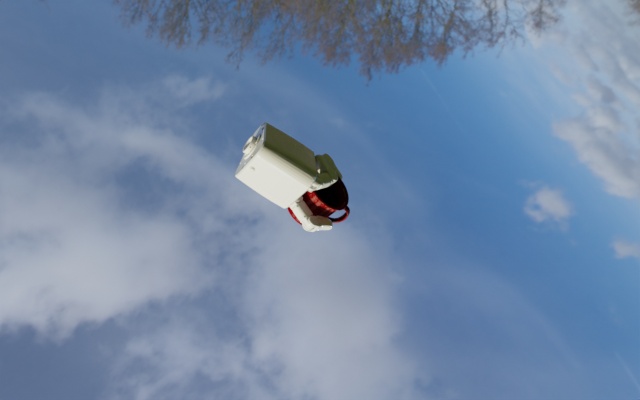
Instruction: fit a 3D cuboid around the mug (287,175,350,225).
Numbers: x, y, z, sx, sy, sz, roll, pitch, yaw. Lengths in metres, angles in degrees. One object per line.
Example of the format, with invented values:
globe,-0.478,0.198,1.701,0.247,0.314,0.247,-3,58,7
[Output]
mug,0.001,0.004,0.882,0.117,0.093,0.081,33,-49,-22
